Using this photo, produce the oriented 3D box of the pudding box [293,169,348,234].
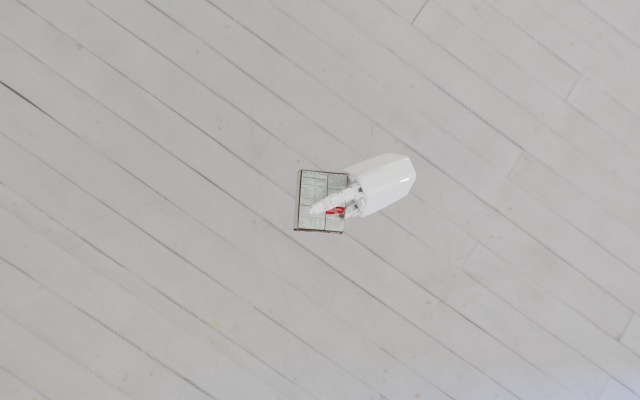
[{"bbox_3d":[0.000,0.003,0.874,0.090,0.113,0.039,5,-8,-12],"label":"pudding box"}]
